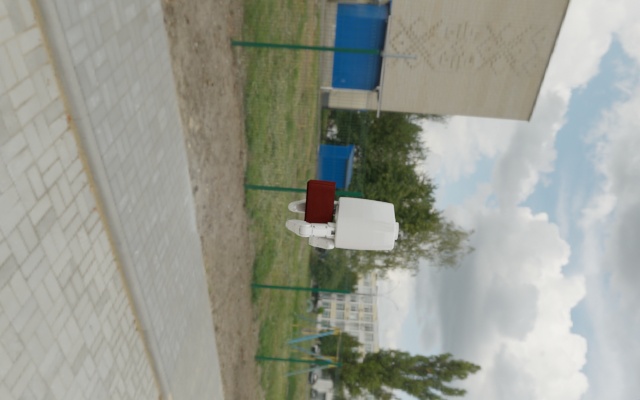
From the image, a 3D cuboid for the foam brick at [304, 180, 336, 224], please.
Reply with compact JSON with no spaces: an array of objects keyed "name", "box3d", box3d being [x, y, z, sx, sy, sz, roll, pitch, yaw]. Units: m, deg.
[{"name":"foam brick","box3d":[0.000,0.003,0.885,0.051,0.078,0.053,5,11,4]}]
